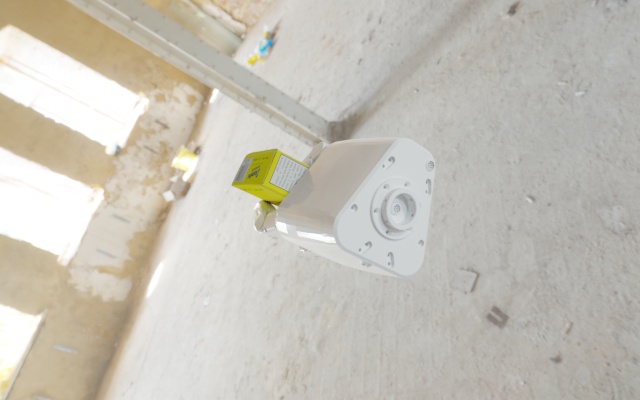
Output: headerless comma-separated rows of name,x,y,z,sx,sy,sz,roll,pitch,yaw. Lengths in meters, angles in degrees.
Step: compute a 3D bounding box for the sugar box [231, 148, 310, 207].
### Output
sugar box,0.000,0.002,0.524,0.176,0.048,0.093,28,-11,-26
